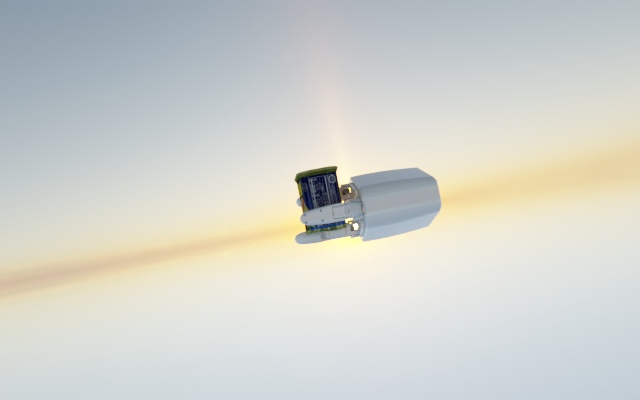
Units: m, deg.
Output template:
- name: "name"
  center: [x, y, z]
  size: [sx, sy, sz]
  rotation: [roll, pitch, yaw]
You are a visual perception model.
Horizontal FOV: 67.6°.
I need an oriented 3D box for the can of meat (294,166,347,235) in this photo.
- name: "can of meat"
  center: [0.000, 0.003, 0.668]
  size: [0.057, 0.084, 0.102]
  rotation: [-11, -3, -6]
